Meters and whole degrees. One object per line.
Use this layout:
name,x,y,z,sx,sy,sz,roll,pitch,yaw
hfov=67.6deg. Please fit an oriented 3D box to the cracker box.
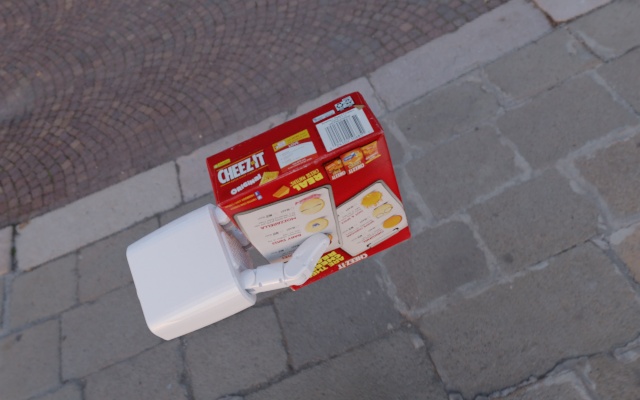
cracker box,0.000,0.002,0.521,0.164,0.072,0.214,-24,-35,3
